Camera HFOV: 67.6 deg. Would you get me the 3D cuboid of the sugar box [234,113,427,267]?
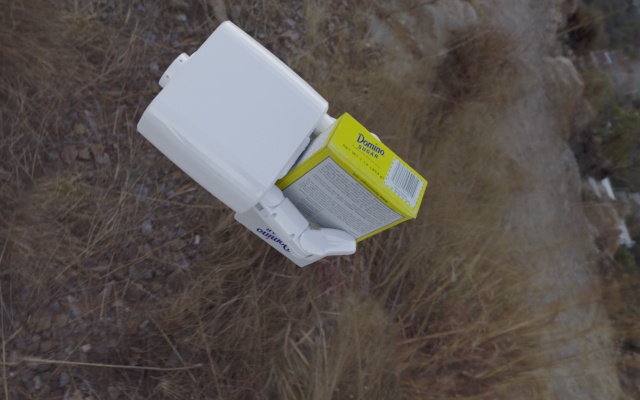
[{"bbox_3d":[0.000,0.001,0.432,0.093,0.048,0.176,39,-33,-16],"label":"sugar box"}]
